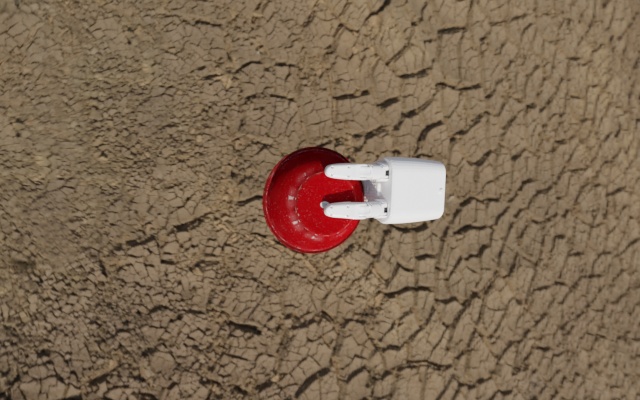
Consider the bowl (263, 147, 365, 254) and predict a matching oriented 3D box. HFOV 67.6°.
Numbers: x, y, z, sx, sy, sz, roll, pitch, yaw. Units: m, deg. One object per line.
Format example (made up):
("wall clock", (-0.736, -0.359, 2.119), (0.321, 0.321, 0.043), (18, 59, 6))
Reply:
("bowl", (-0.001, 0.003, 0.692), (0.162, 0.162, 0.055), (0, 5, -19))
